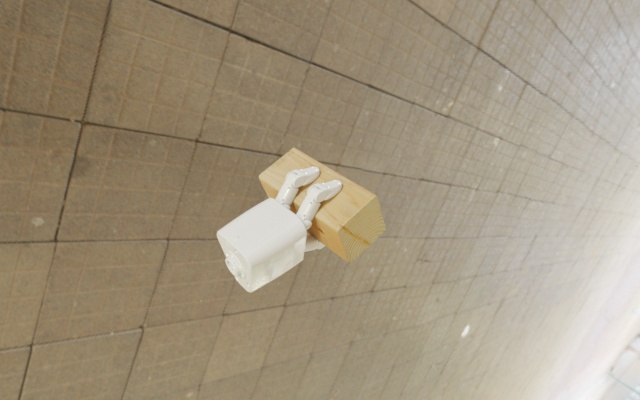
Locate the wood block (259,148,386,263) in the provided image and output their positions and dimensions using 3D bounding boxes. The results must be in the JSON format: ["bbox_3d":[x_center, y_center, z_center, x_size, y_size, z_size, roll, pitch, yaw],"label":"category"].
[{"bbox_3d":[0.000,0.003,0.814,0.090,0.091,0.206,-41,49,-18],"label":"wood block"}]
